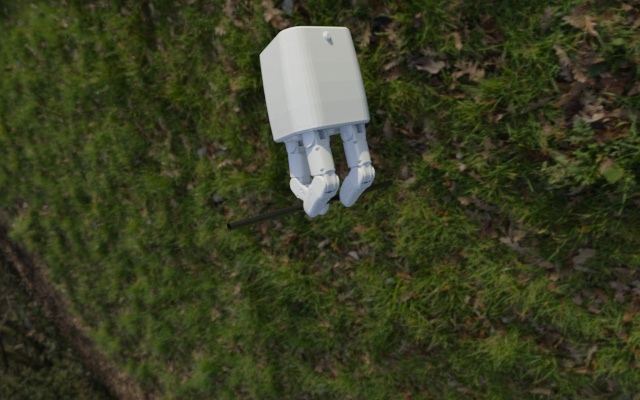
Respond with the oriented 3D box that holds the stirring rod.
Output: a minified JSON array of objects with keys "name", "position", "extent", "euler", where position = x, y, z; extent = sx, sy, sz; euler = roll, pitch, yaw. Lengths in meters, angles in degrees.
[{"name":"stirring rod","position":[0.000,0.002,0.551],"extent":[0.239,0.011,0.011],"euler":[-15,9,-38]}]
